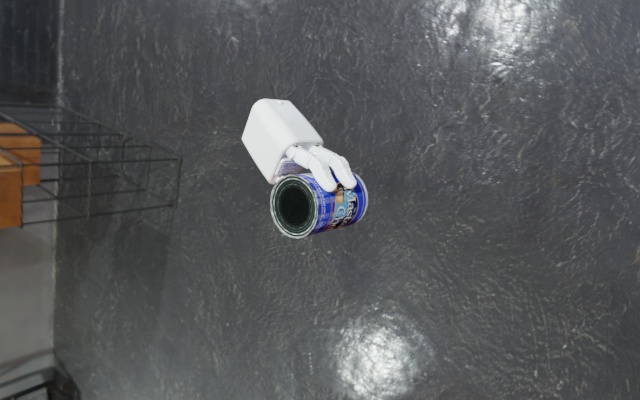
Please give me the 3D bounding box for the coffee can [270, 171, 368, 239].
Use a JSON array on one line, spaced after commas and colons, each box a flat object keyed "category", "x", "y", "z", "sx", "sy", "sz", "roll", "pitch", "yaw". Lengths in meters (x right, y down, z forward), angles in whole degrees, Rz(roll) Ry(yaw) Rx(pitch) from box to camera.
[{"category": "coffee can", "x": 0.000, "y": 0.003, "z": 0.808, "sx": 0.103, "sy": 0.103, "sz": 0.140, "roll": 0, "pitch": 6, "yaw": 39}]
